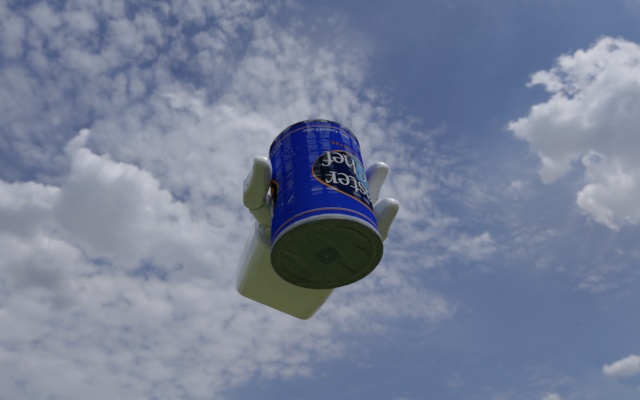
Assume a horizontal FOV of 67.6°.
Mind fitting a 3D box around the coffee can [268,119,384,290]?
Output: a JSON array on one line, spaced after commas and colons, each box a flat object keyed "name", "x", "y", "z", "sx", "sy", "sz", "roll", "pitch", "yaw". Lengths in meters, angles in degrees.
[{"name": "coffee can", "x": 0.000, "y": 0.002, "z": 0.477, "sx": 0.103, "sy": 0.140, "sz": 0.103, "roll": -4, "pitch": -44, "yaw": -4}]
